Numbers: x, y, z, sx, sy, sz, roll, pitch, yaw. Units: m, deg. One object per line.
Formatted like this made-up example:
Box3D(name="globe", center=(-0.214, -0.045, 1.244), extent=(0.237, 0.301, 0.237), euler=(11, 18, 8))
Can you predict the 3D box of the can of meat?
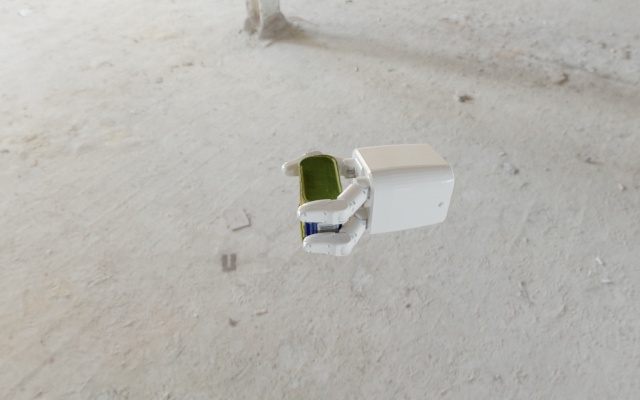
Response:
Box3D(name="can of meat", center=(0.000, 0.002, 0.625), extent=(0.057, 0.084, 0.102), euler=(-4, 44, -4))
